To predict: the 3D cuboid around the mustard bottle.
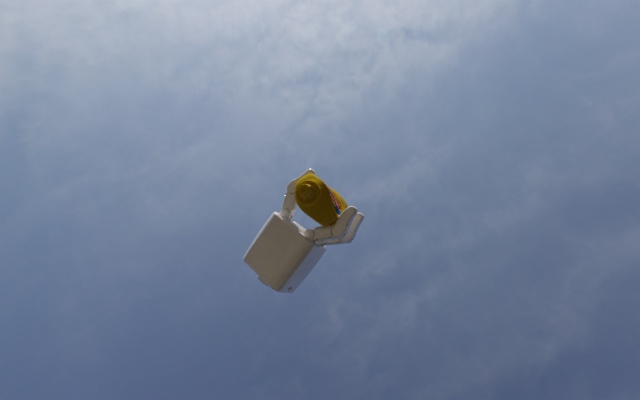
[{"bbox_3d":[0.000,0.003,0.835,0.058,0.096,0.192,-31,-19,9],"label":"mustard bottle"}]
